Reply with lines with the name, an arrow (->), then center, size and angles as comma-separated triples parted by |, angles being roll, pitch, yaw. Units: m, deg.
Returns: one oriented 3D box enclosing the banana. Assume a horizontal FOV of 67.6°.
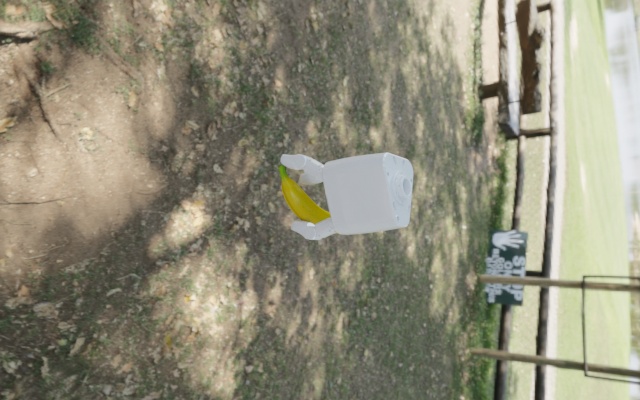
banana -> -0.006, 0.017, 0.820 | 0.037, 0.069, 0.198 | -10, -37, 36
